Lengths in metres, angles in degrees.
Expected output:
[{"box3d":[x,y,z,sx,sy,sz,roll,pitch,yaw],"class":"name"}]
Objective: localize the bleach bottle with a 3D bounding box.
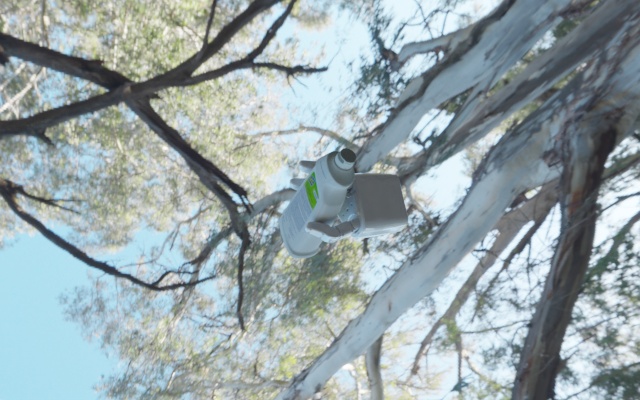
[{"box3d":[0.000,0.003,0.846,0.068,0.102,0.251,-6,-30,-29],"class":"bleach bottle"}]
